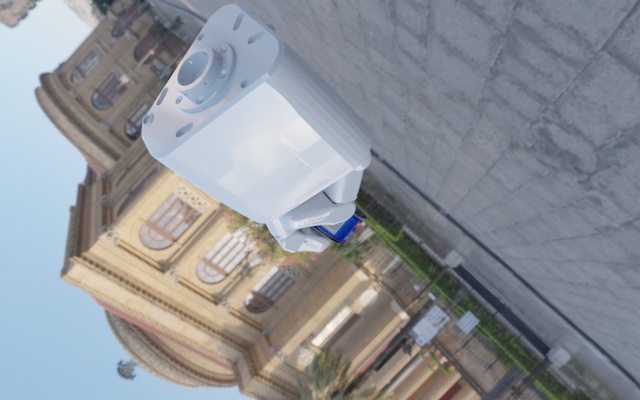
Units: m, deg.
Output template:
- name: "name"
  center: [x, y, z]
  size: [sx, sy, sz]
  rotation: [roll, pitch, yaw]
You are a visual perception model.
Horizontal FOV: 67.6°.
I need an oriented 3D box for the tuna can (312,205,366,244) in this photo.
- name: "tuna can"
  center: [0.000, 0.002, 0.449]
  size: [0.086, 0.034, 0.086]
  rotation: [39, 7, -6]
